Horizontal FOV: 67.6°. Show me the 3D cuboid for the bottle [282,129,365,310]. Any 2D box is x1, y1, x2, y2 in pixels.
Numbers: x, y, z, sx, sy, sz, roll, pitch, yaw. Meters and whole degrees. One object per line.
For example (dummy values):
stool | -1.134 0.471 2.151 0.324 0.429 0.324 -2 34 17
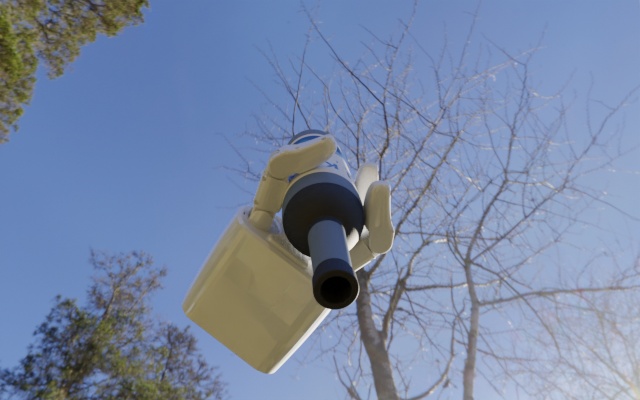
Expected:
bottle | 0.000 0.001 0.416 0.069 0.069 0.295 0 20 -4
